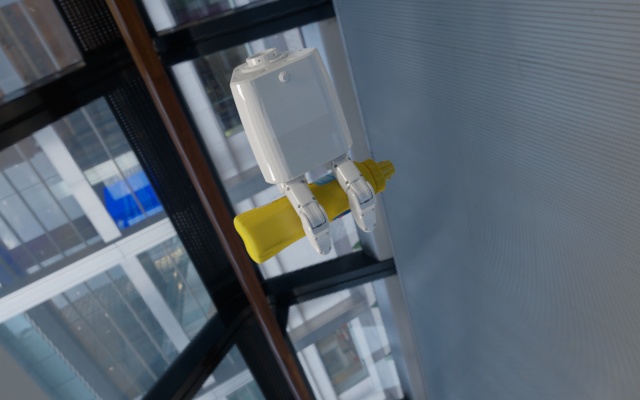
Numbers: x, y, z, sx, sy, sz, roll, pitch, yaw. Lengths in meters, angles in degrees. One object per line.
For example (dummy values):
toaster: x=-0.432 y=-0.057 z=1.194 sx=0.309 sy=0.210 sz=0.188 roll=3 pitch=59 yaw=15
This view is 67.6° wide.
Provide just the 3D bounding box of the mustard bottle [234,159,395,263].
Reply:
mustard bottle: x=0.000 y=0.002 z=0.539 sx=0.191 sy=0.058 sz=0.096 roll=-27 pitch=2 yaw=-14
